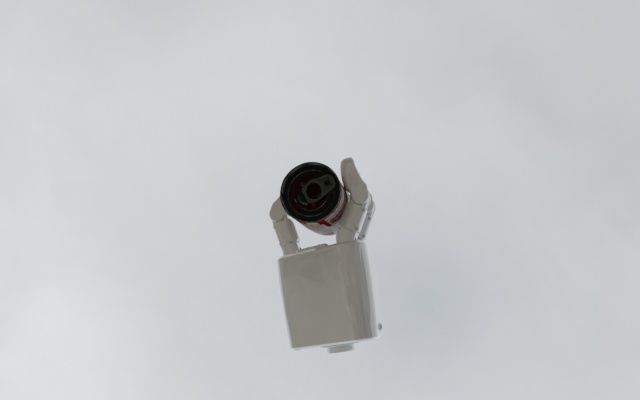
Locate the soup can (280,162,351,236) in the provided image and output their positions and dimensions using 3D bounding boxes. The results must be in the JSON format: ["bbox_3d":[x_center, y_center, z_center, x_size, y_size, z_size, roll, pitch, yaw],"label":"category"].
[{"bbox_3d":[0.000,0.001,0.559,0.068,0.068,0.102,0,-13,13],"label":"soup can"}]
